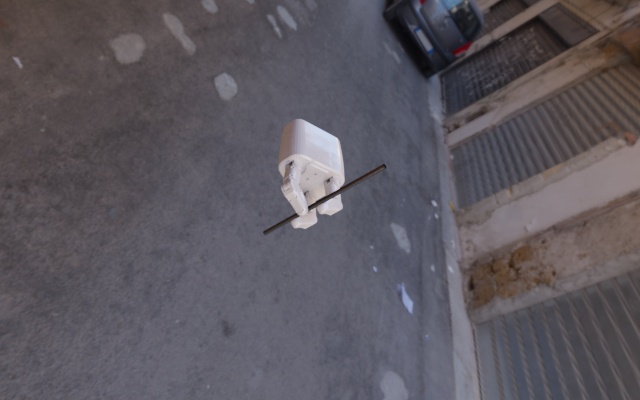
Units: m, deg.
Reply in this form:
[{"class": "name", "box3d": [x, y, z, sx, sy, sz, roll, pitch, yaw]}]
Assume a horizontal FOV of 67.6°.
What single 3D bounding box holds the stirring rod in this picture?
[{"class": "stirring rod", "box3d": [0.000, 0.002, 0.750, 0.239, 0.011, 0.011, -29, -14, 27]}]
